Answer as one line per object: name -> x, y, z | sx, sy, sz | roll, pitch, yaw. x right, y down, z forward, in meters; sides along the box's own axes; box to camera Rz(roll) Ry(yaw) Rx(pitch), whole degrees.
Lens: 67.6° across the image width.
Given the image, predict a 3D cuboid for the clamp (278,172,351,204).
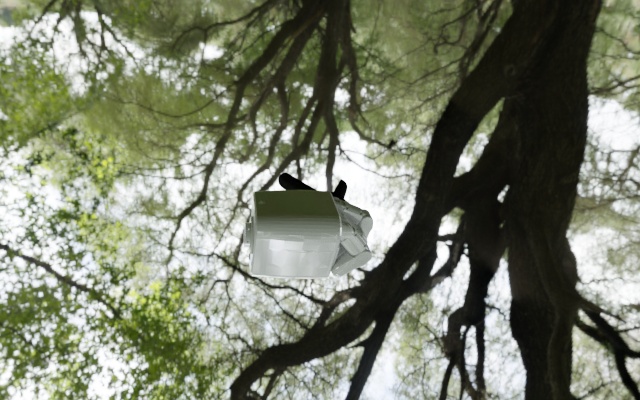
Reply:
clamp -> 0.000, 0.003, 0.727 | 0.120, 0.039, 0.171 | 4, 25, -13
